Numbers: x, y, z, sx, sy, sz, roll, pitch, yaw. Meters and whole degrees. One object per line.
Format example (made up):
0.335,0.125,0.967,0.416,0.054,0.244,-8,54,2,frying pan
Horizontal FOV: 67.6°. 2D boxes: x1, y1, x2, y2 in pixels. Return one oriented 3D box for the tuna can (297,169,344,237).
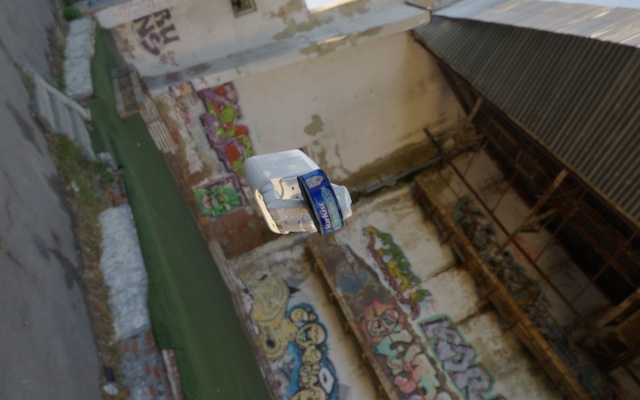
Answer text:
0.001,0.002,0.629,0.034,0.086,0.086,-22,3,-7,tuna can
